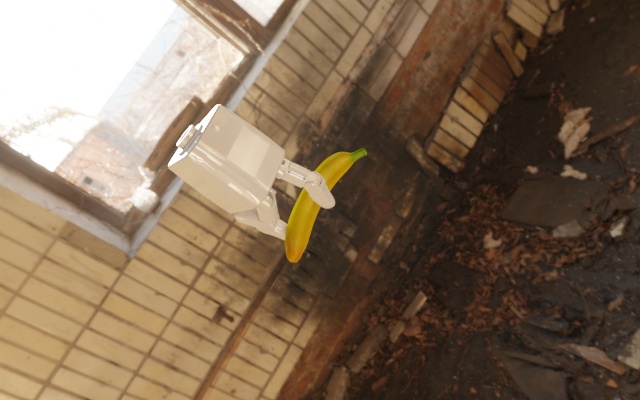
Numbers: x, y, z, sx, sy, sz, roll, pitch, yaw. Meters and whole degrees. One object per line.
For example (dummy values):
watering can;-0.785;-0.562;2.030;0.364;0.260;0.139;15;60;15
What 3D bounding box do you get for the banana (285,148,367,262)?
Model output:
banana;-0.007;-0.001;0.699;0.037;0.197;0.069;37;-15;-23
